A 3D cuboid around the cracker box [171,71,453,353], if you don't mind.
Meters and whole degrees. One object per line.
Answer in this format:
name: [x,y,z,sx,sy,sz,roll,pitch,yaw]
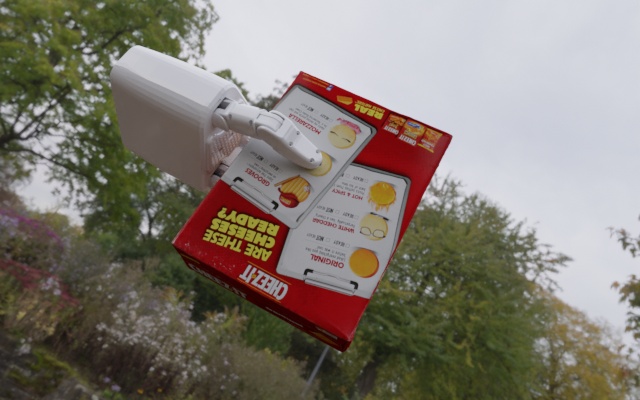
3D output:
cracker box: [0.000,0.001,0.438,0.164,0.213,0.072,26,-24,12]
